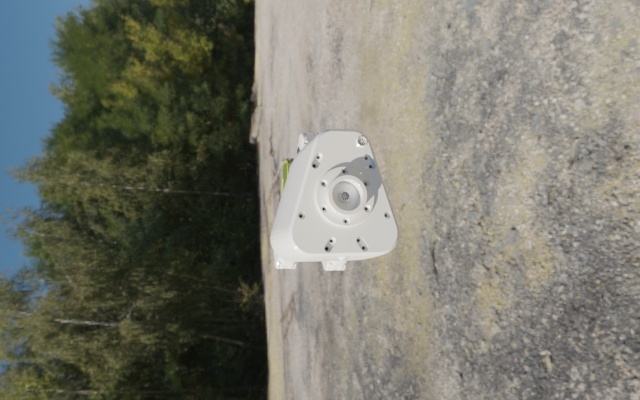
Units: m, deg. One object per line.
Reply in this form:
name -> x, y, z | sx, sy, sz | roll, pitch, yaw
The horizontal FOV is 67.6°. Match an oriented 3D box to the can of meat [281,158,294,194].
can of meat -> 0.000, 0.002, 0.542 | 0.084, 0.102, 0.057 | 0, -3, -12
